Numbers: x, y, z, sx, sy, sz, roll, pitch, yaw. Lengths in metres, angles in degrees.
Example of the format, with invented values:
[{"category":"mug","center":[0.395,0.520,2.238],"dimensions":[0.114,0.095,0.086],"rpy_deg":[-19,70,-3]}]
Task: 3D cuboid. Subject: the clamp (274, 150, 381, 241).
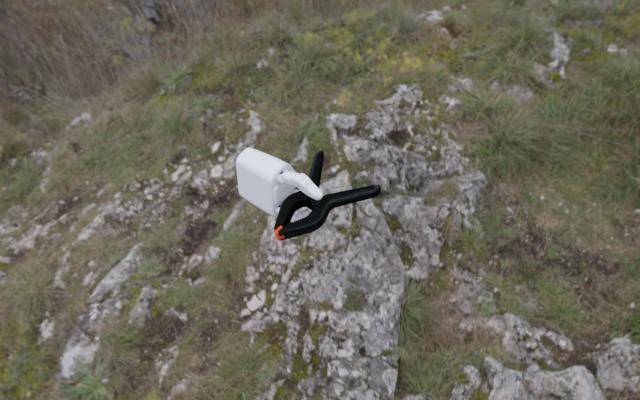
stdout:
[{"category":"clamp","center":[-0.001,0.003,0.898],"dimensions":[0.164,0.210,0.036],"rpy_deg":[27,-28,29]}]
